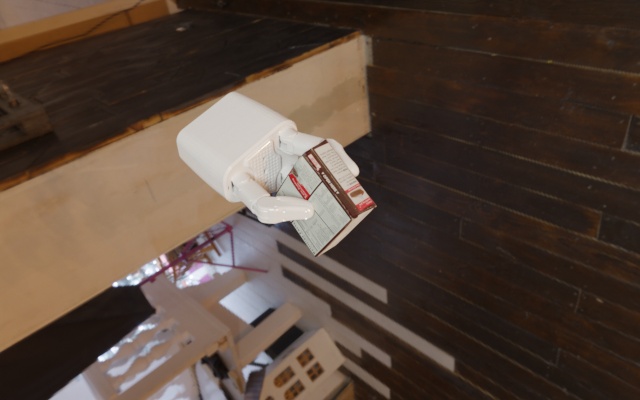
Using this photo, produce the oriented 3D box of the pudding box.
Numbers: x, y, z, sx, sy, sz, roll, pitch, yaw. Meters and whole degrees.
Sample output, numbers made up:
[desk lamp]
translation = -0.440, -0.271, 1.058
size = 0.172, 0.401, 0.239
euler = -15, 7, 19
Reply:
[pudding box]
translation = 0.000, 0.002, 0.526
size = 0.039, 0.090, 0.113
euler = -32, -11, -31
